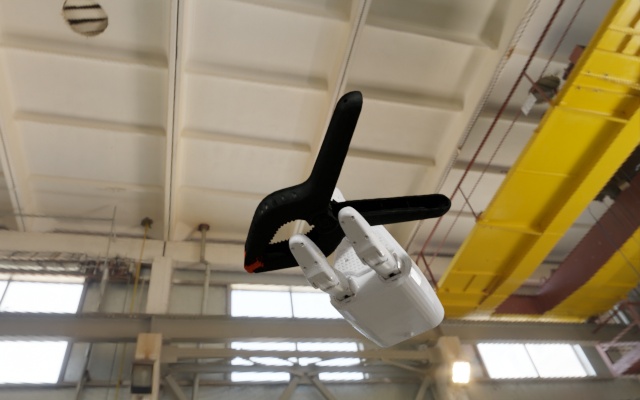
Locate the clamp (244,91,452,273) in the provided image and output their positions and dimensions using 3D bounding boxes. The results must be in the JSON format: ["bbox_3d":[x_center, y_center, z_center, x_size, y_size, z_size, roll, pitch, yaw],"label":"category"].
[{"bbox_3d":[0.000,0.001,0.456,0.210,0.165,0.036,-28,35,16],"label":"clamp"}]
